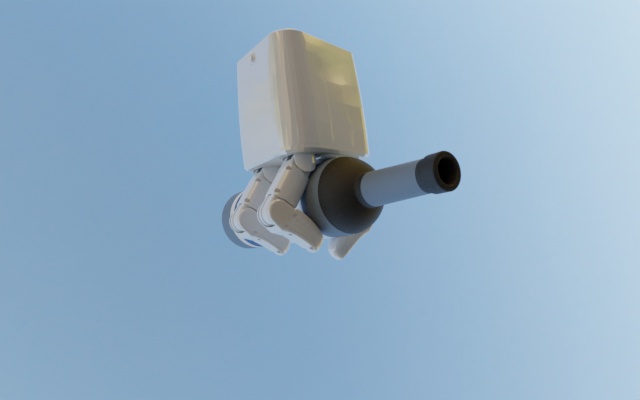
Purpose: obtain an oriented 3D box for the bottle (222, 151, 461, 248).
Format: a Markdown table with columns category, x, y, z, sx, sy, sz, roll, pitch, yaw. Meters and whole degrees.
| category | x | y | z | sx | sy | sz | roll | pitch | yaw |
| --- | --- | --- | --- | --- | --- | --- | --- | --- | --- |
| bottle | 0.000 | 0.002 | 0.431 | 0.069 | 0.069 | 0.296 | 0 | -8 | -35 |
